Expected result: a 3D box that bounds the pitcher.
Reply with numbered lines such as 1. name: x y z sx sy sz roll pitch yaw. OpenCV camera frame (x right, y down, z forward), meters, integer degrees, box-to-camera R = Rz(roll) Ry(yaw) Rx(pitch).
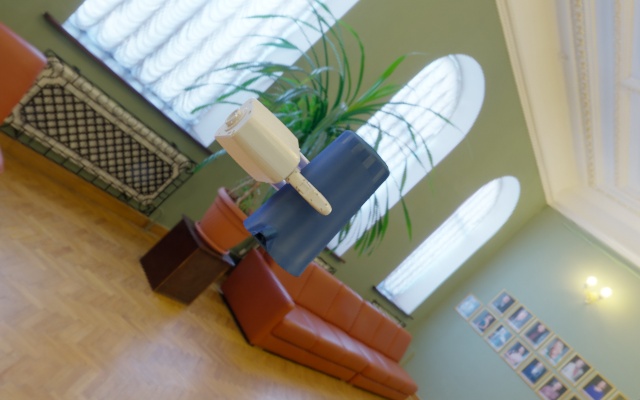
1. pitcher: 0.000 0.003 0.815 0.145 0.243 0.149 44 2 -27
